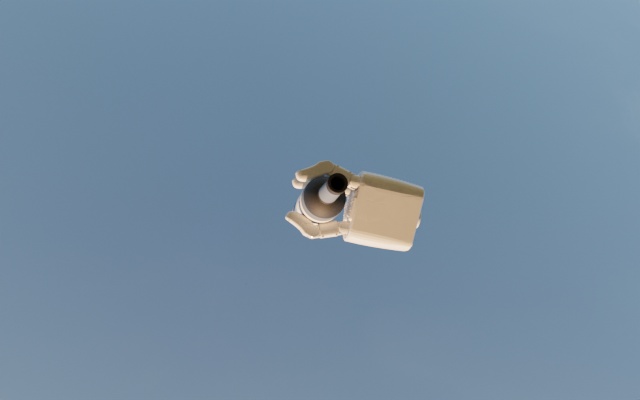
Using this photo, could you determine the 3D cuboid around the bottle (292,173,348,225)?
[{"bbox_3d":[0.000,0.003,0.758,0.069,0.069,0.296,0,-10,-9],"label":"bottle"}]
